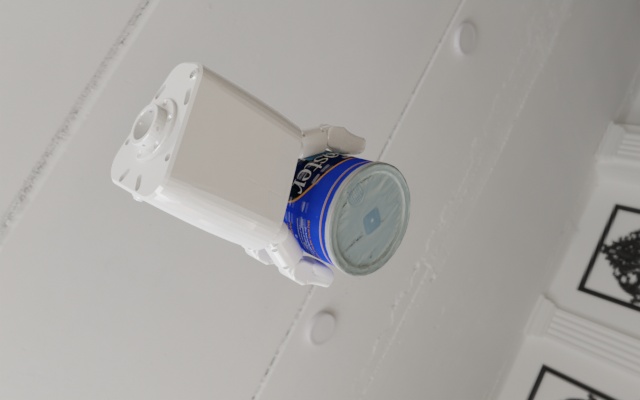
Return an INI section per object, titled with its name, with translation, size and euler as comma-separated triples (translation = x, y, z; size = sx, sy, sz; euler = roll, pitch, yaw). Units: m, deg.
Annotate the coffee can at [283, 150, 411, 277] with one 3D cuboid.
[coffee can]
translation = 0.000, 0.002, 0.463
size = 0.103, 0.103, 0.140
euler = 0, 14, -43
